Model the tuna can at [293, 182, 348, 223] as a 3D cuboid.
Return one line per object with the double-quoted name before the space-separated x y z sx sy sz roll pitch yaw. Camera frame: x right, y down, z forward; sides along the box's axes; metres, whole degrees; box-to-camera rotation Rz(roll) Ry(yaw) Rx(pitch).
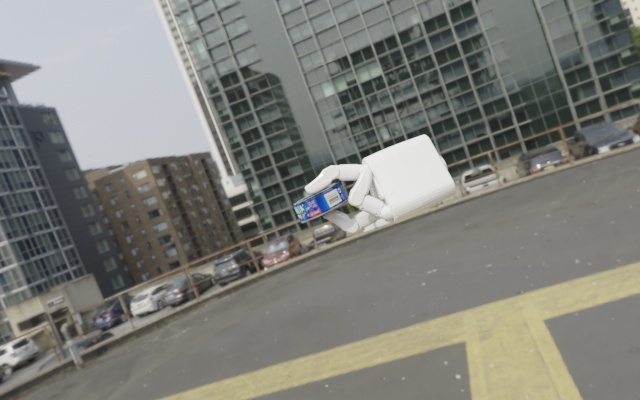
"tuna can" 0.000 0.002 0.766 0.086 0.034 0.086 -26 4 2
